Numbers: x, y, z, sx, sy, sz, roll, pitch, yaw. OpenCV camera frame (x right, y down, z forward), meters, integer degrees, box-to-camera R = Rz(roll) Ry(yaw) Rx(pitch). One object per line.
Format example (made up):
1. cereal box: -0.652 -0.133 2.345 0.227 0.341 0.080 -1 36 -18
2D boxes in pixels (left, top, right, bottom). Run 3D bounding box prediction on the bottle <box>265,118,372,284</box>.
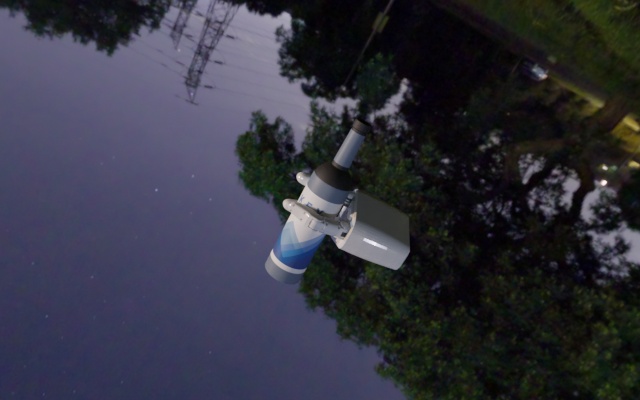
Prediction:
1. bottle: 0.000 0.003 0.771 0.069 0.296 0.069 25 22 -10
